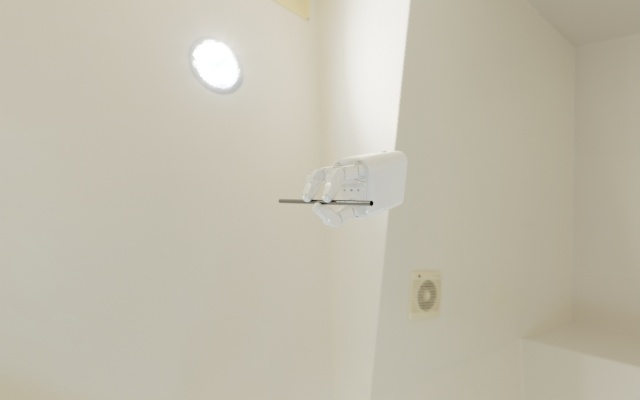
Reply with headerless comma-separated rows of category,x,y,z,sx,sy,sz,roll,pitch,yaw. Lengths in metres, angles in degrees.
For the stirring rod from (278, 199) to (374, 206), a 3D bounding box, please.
stirring rod,0.000,0.003,0.799,0.011,0.011,0.239,0,1,-39
